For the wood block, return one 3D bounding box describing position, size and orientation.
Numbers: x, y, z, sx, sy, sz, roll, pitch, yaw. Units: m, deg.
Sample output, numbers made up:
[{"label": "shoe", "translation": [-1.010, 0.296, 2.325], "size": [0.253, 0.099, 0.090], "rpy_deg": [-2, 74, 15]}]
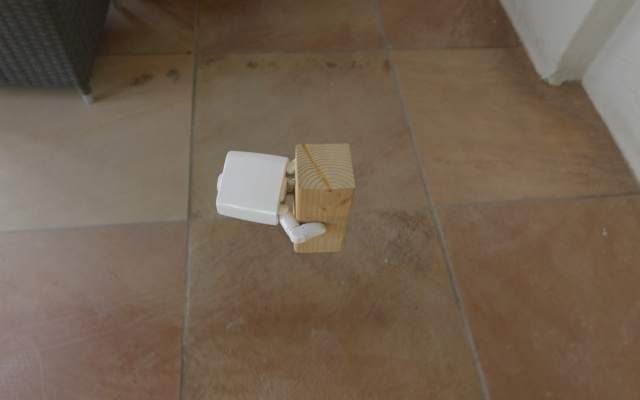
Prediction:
[{"label": "wood block", "translation": [0.000, 0.003, 0.829], "size": [0.090, 0.090, 0.206], "rpy_deg": [-1, -33, -5]}]
